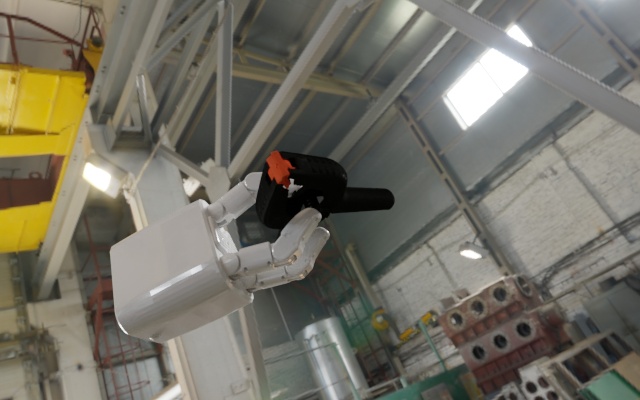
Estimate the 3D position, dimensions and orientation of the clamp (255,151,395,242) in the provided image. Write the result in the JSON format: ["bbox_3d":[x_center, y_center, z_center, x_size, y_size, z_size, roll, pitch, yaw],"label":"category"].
[{"bbox_3d":[-0.001,0.001,0.491,0.164,0.036,0.210,-28,-25,-3],"label":"clamp"}]
